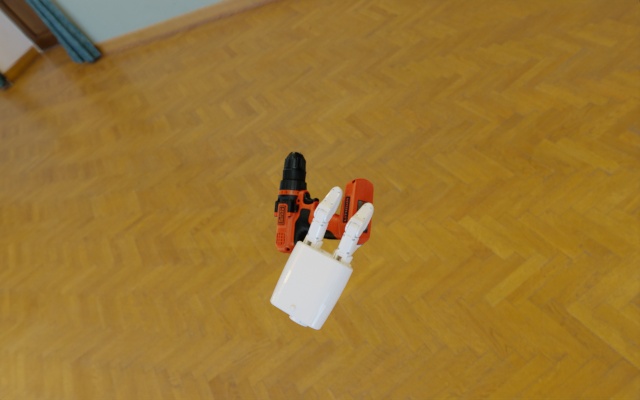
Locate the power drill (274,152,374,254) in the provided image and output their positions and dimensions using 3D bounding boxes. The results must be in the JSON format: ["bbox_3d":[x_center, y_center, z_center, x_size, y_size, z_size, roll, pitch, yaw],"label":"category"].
[{"bbox_3d":[0.000,0.003,0.817,0.187,0.184,0.057,0,-6,42],"label":"power drill"}]
